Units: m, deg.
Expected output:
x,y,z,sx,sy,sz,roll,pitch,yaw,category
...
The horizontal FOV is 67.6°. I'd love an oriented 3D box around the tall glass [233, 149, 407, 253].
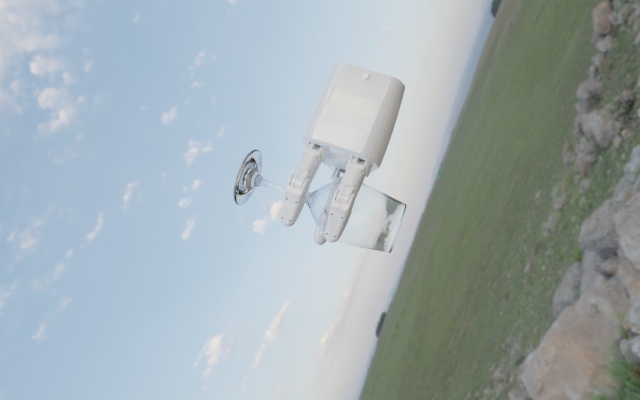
x,y,z,sx,sy,sz,roll,pitch,yaw,category
-0.001,0.002,0.585,0.201,0.079,0.079,19,4,12,tall glass
